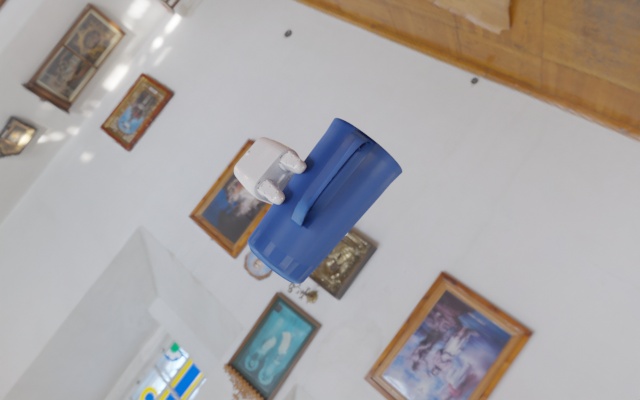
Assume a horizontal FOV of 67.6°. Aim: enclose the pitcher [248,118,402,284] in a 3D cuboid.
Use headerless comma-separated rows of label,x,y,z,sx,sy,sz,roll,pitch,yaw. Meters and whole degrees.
pitcher,0.000,0.002,0.723,0.149,0.243,0.145,40,-2,-36
